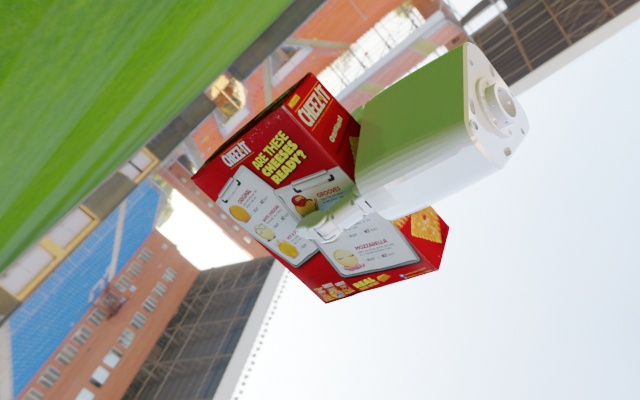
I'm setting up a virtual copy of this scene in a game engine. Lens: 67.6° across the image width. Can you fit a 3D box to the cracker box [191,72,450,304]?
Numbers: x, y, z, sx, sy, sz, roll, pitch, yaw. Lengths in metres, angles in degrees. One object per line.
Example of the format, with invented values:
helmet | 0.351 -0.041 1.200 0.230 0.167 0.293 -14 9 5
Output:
cracker box | 0.000 0.002 0.489 0.164 0.214 0.072 -28 24 43
